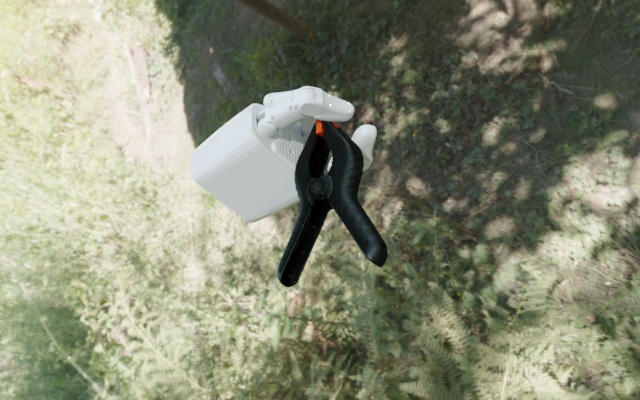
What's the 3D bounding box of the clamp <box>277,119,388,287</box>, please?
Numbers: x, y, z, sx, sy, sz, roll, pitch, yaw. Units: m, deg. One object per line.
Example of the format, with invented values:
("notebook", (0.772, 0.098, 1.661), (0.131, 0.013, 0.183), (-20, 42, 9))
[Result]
("clamp", (0.000, 0.001, 0.466), (0.120, 0.171, 0.039), (-24, -36, 26))
